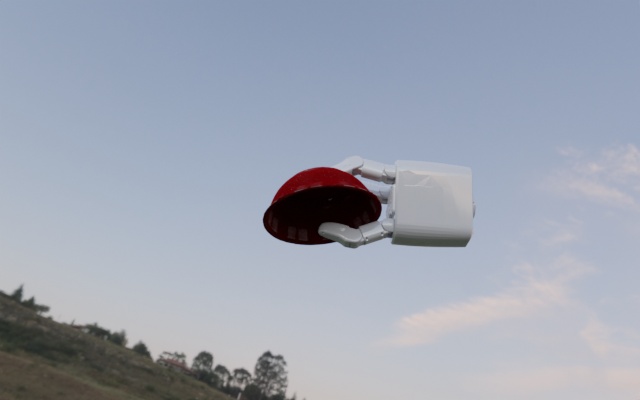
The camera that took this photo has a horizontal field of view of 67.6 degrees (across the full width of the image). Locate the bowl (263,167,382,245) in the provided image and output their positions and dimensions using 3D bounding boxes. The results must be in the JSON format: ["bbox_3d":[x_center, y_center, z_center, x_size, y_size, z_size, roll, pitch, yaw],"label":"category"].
[{"bbox_3d":[-0.001,0.002,0.654,0.162,0.055,0.162,-6,-31,-4],"label":"bowl"}]
